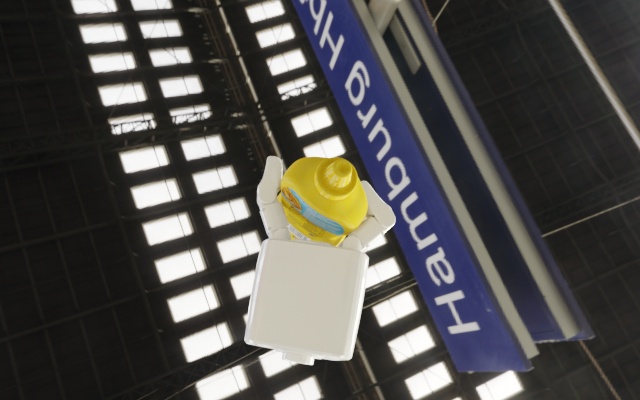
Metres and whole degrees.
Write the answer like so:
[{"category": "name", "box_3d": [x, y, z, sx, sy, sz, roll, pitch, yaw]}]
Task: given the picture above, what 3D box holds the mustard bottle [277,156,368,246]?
[{"category": "mustard bottle", "box_3d": [0.000, 0.001, 0.519, 0.096, 0.058, 0.192, 38, -22, 2]}]
